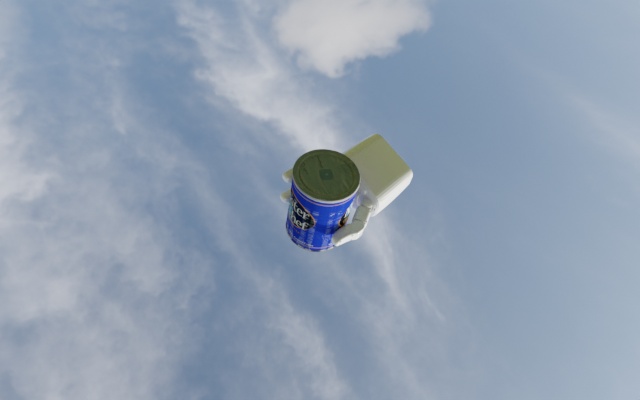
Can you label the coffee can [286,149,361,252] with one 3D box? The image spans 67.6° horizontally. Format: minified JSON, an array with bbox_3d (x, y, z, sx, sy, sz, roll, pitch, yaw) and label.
[{"bbox_3d":[0.000,0.003,0.766,0.103,0.102,0.140,0,-38,-10],"label":"coffee can"}]
